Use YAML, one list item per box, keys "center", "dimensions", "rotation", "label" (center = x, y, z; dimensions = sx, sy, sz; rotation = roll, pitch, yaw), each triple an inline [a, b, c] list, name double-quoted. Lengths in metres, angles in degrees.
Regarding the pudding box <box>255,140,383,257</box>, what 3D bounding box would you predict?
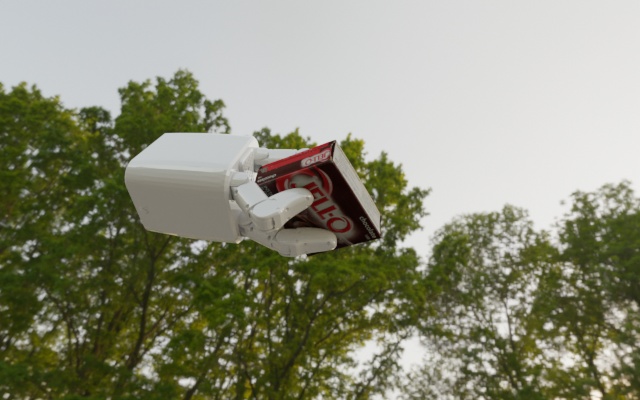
- center: [0.000, 0.001, 0.483]
  dimensions: [0.090, 0.039, 0.113]
  rotation: [-17, -50, 26]
  label: "pudding box"
